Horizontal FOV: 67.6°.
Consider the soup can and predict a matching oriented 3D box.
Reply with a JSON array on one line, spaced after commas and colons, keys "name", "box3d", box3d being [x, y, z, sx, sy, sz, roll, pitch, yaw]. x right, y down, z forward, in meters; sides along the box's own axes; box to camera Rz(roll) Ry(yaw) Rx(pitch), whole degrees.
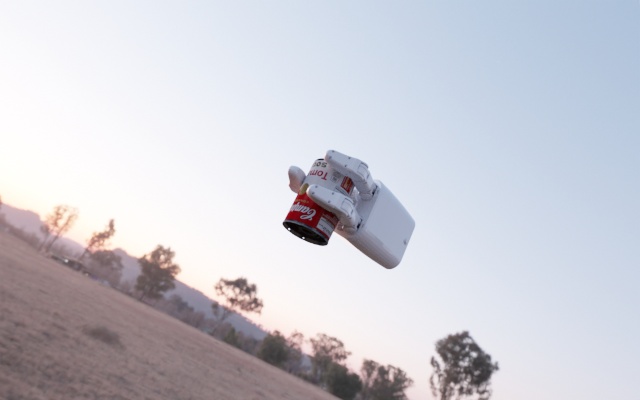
[{"name": "soup can", "box3d": [0.000, 0.002, 0.652, 0.068, 0.102, 0.068, 23, -19, 9]}]
